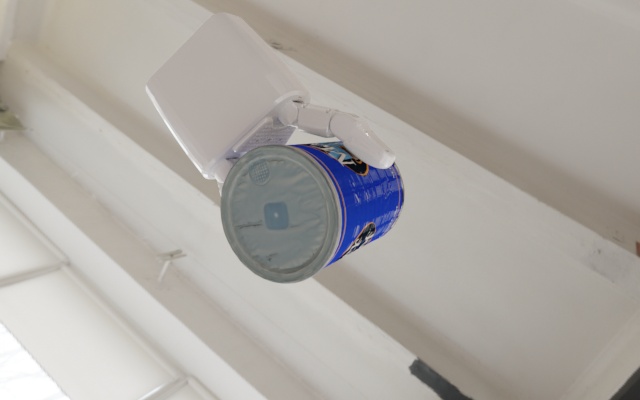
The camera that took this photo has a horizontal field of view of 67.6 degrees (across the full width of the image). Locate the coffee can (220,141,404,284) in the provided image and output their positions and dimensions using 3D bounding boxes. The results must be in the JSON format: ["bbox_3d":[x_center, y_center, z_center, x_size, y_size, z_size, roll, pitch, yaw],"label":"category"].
[{"bbox_3d":[0.000,0.001,0.405,0.103,0.103,0.140,0,8,29],"label":"coffee can"}]
